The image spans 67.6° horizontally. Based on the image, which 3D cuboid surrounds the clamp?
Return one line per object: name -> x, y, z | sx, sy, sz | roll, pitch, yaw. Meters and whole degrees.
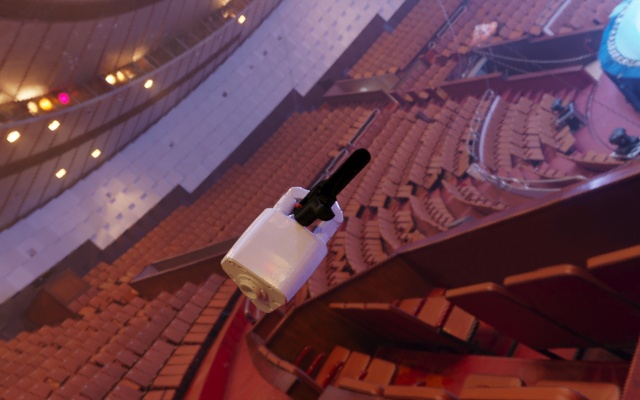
clamp -> 0.000, 0.002, 0.673 | 0.120, 0.039, 0.171 | -51, 5, -37
